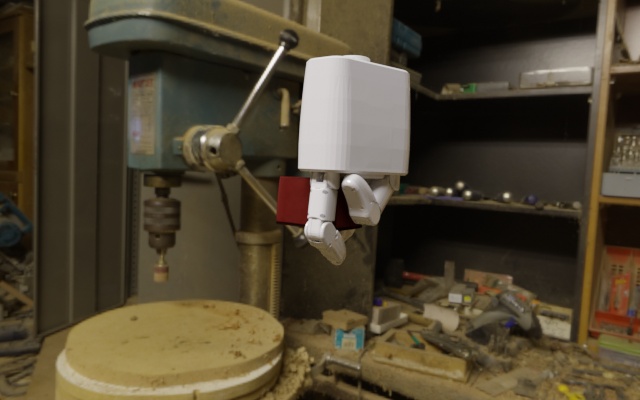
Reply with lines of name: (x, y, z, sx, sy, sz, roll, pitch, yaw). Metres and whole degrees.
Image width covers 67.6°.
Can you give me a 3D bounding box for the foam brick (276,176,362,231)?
foam brick: (0.000, 0.002, 0.500, 0.078, 0.051, 0.053, 5, 4, 35)
